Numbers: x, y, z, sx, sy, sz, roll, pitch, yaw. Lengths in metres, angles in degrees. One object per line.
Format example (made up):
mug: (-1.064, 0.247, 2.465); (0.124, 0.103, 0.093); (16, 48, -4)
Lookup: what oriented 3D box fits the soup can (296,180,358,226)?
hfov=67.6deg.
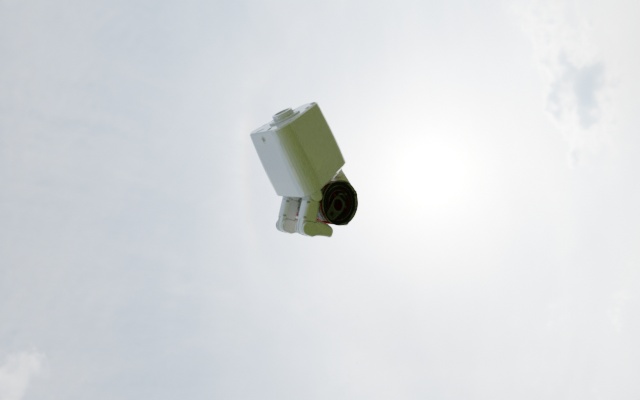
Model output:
soup can: (0.000, 0.003, 0.744); (0.068, 0.068, 0.102); (0, 2, -37)
